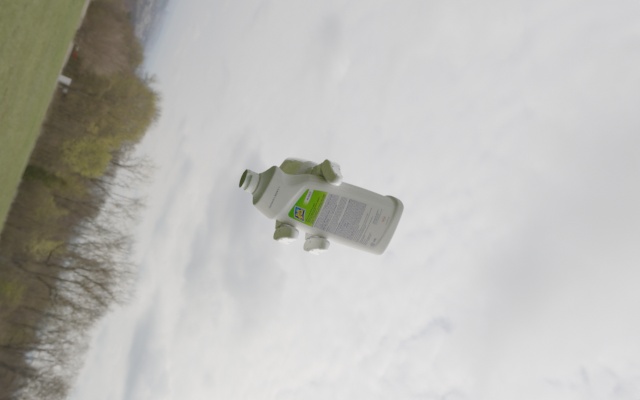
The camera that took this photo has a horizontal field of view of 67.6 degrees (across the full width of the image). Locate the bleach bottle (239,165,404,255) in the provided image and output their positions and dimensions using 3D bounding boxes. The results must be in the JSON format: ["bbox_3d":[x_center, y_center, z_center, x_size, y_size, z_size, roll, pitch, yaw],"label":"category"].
[{"bbox_3d":[0.000,0.003,0.730,0.251,0.102,0.068,21,4,-23],"label":"bleach bottle"}]
